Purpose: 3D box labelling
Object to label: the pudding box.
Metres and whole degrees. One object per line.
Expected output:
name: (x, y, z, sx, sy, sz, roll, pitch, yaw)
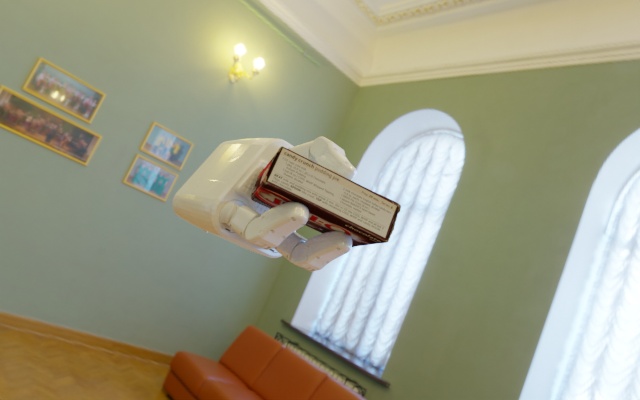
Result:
pudding box: (0.000, 0.001, 0.415, 0.113, 0.039, 0.090, 24, -12, -10)
